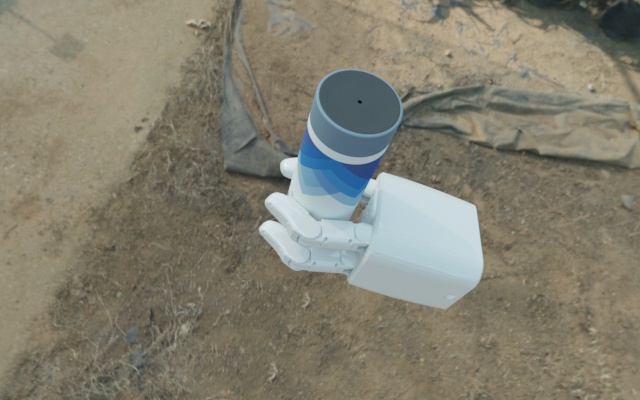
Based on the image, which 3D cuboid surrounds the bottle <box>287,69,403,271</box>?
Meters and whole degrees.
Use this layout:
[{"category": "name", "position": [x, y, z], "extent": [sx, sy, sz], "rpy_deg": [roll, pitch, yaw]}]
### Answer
[{"category": "bottle", "position": [0.000, 0.001, 0.473], "extent": [0.069, 0.069, 0.296], "rpy_deg": [0, -30, -13]}]
